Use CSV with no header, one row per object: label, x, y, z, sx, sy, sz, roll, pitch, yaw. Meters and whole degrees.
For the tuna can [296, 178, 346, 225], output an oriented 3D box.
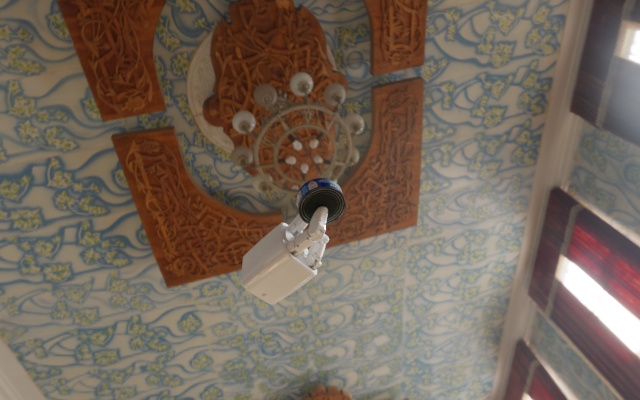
tuna can,0.000,0.002,0.849,0.086,0.086,0.033,0,36,-15
